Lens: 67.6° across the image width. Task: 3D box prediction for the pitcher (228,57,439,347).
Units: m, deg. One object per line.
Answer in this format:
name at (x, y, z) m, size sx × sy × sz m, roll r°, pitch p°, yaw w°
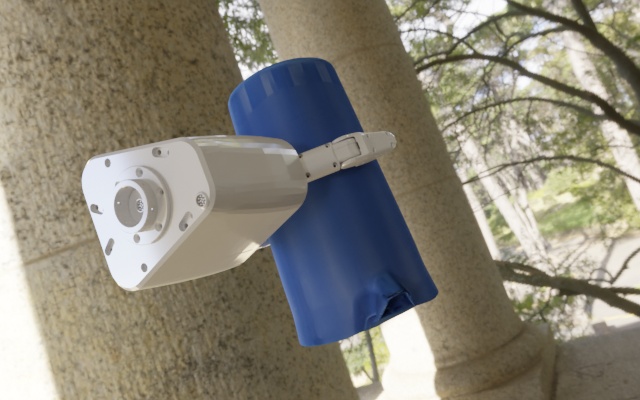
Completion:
pitcher at (0.000, 0.001, 0.454) m, size 0.149 × 0.243 × 0.145 m, roll -24°, pitch -7°, yaw 28°
